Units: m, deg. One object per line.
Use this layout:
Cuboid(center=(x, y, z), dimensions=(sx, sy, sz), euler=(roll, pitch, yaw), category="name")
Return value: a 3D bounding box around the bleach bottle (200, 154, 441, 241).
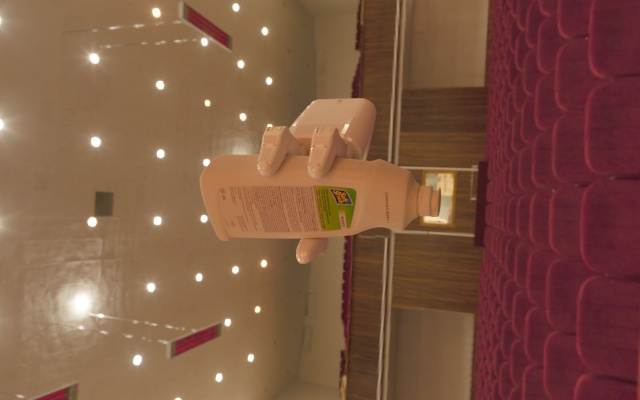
Cuboid(center=(0.000, 0.002, 0.514), dimensions=(0.251, 0.103, 0.068), euler=(3, 38, 19), category="bleach bottle")
